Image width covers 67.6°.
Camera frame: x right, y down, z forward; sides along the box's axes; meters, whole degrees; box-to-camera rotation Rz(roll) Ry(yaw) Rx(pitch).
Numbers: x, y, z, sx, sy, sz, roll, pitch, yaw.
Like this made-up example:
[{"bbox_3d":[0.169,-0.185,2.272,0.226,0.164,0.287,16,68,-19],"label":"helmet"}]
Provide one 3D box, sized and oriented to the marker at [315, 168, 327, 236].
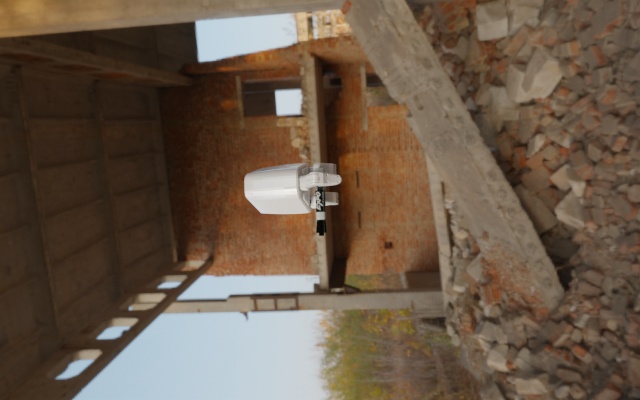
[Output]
[{"bbox_3d":[0.000,0.003,0.852,0.020,0.121,0.020,-2,-7,0],"label":"marker"}]
